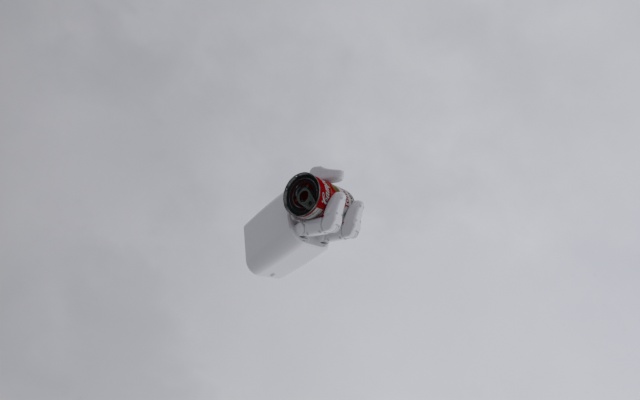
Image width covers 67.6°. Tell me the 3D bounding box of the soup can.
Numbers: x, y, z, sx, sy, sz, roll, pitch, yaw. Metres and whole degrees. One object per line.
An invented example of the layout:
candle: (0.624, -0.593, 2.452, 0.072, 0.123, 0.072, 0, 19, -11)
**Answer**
soup can: (0.001, 0.002, 0.742, 0.068, 0.068, 0.102, 0, -13, 36)
